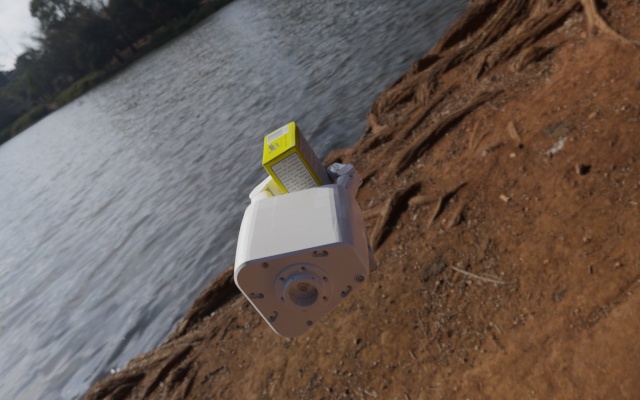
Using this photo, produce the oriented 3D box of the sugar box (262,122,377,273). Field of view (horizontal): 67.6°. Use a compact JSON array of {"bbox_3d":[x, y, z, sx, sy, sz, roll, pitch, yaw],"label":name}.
[{"bbox_3d":[0.000,0.002,0.545,0.048,0.176,0.093,-28,24,9],"label":"sugar box"}]
